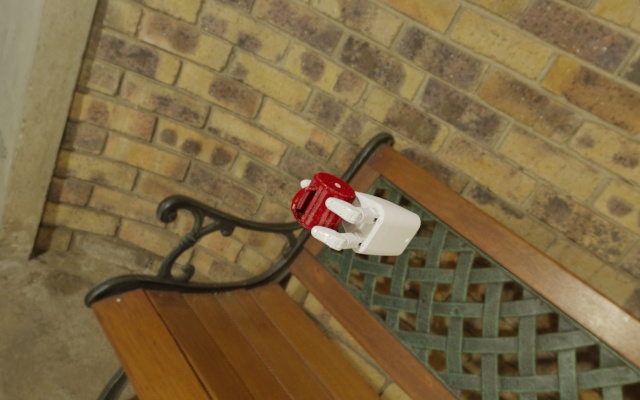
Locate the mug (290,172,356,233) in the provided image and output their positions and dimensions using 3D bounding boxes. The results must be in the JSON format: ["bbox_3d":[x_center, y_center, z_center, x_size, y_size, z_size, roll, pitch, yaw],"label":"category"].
[{"bbox_3d":[-0.001,0.002,0.821,0.117,0.081,0.093,10,27,-41],"label":"mug"}]
